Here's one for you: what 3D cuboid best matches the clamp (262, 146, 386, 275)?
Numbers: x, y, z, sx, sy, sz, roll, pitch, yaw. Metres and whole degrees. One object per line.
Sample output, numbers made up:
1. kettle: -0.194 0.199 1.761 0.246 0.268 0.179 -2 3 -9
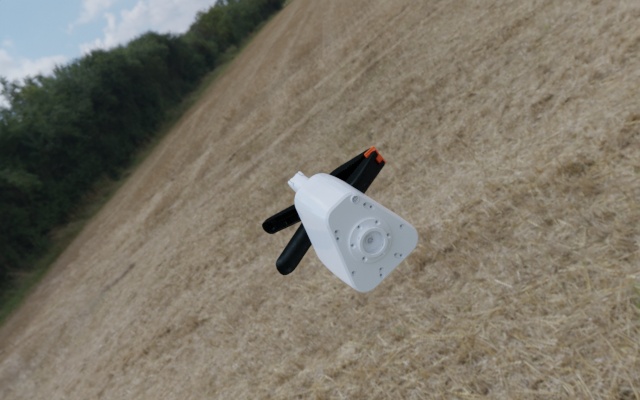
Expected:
1. clamp: 0.000 0.001 0.674 0.210 0.036 0.164 -44 23 -5
